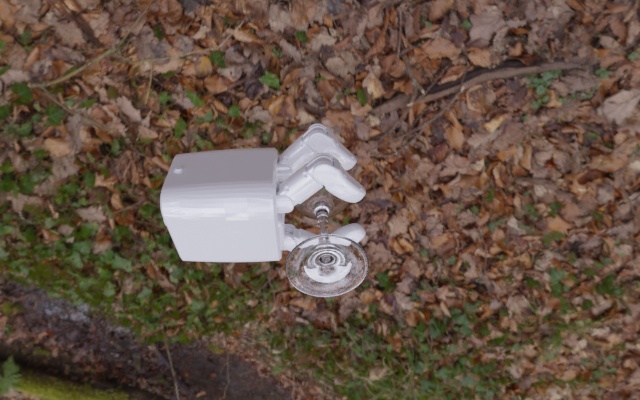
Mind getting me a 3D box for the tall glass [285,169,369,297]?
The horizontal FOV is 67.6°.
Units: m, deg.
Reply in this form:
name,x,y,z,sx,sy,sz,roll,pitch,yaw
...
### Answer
name,x,y,z,sx,sy,sz,roll,pitch,yaw
tall glass,0.000,0.002,0.500,0.079,0.079,0.201,0,35,-4
